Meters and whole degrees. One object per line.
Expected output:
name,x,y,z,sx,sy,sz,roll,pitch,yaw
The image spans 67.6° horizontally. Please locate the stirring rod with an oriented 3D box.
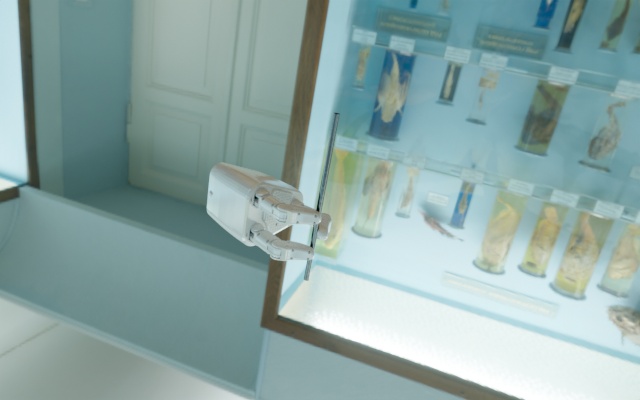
stirring rod,0.000,0.002,0.638,0.011,0.240,0.011,9,21,-3
